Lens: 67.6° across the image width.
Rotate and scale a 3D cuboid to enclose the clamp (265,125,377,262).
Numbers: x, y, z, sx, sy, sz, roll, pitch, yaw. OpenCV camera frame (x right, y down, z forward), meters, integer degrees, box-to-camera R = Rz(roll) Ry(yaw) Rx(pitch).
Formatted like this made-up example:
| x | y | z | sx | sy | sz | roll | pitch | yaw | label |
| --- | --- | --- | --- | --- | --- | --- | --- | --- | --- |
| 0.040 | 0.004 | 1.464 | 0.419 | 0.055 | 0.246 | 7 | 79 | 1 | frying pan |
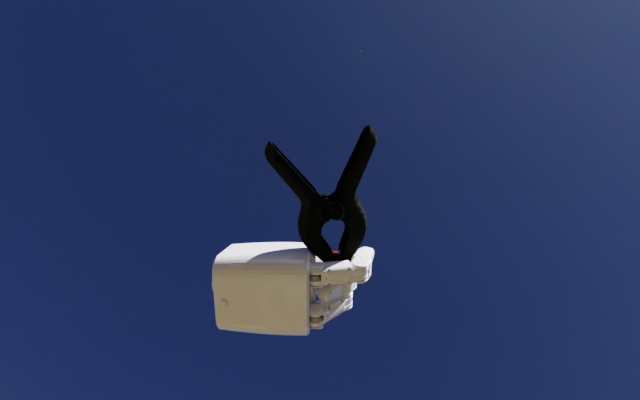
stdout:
| x | y | z | sx | sy | sz | roll | pitch | yaw | label |
| --- | --- | --- | --- | --- | --- | --- | --- | --- | --- |
| 0.000 | 0.002 | 0.533 | 0.120 | 0.171 | 0.039 | 0 | 18 | -1 | clamp |
